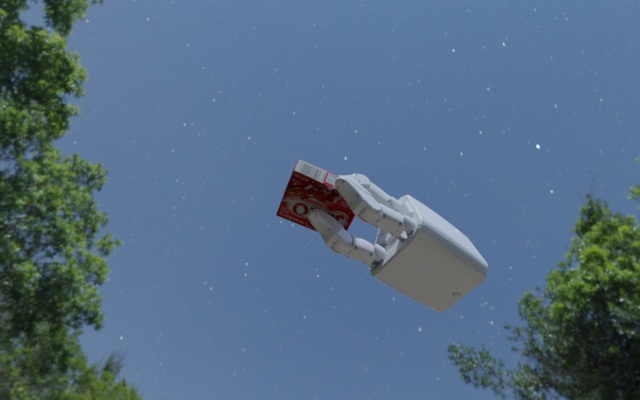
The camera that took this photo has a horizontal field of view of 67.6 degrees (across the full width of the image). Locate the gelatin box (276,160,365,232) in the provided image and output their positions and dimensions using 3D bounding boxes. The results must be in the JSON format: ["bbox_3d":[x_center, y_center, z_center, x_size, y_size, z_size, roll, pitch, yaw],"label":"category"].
[{"bbox_3d":[0.000,0.001,0.573,0.089,0.073,0.030,23,38,-2],"label":"gelatin box"}]
